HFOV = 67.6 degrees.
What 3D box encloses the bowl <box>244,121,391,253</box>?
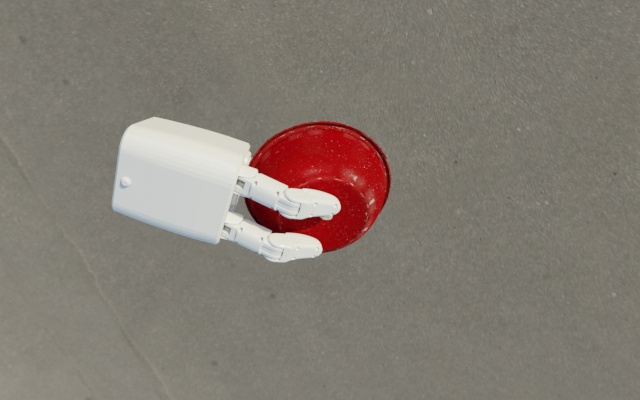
[{"bbox_3d":[0.001,0.002,0.500,0.162,0.162,0.055,0,34,-8],"label":"bowl"}]
